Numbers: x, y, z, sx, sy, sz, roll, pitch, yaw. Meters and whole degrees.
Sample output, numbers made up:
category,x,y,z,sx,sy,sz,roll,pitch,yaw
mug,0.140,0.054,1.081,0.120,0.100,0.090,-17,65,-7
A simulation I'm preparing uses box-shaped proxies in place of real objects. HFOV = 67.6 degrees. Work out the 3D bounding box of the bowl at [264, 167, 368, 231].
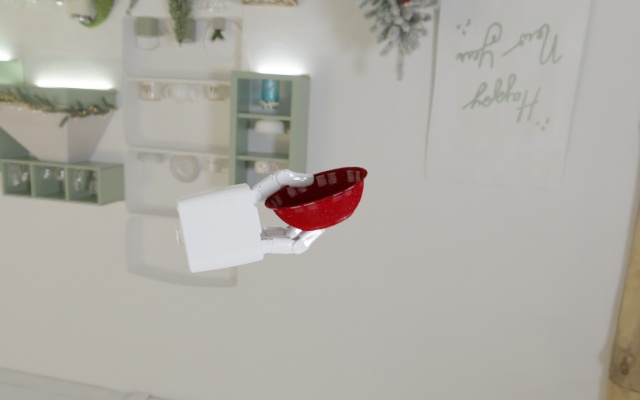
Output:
category,x,y,z,sx,sy,sz,roll,pitch,yaw
bowl,0.002,0.002,0.722,0.162,0.055,0.162,-17,16,5
